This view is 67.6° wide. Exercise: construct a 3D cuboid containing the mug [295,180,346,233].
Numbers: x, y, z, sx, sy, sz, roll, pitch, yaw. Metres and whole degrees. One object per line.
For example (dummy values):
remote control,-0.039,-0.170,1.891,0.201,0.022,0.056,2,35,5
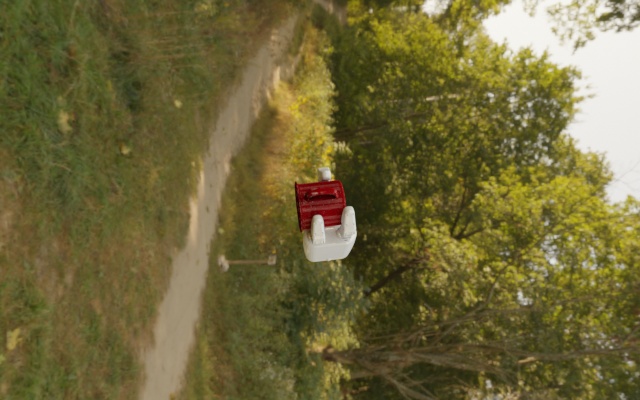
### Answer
mug,0.000,0.002,0.841,0.081,0.093,0.117,-7,-23,-6
